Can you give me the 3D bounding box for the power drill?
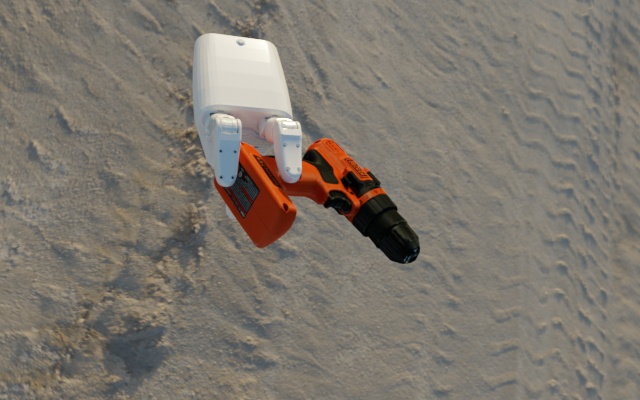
[{"bbox_3d":[0.000,0.001,0.491,0.187,0.057,0.184,-1,42,-49],"label":"power drill"}]
